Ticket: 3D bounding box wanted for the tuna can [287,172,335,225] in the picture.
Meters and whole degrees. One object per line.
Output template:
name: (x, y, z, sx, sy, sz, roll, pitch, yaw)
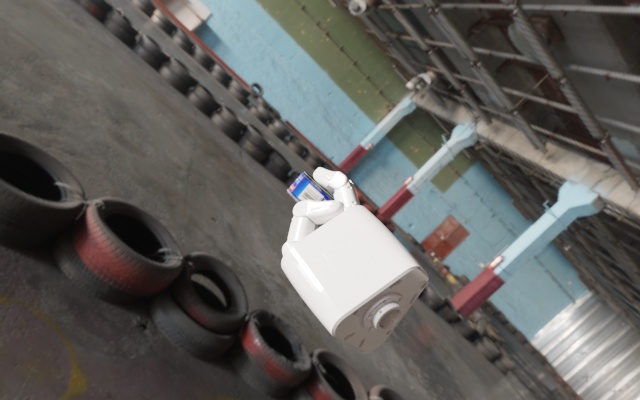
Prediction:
tuna can: (0.000, 0.002, 0.609, 0.086, 0.034, 0.086, 40, 4, -3)
